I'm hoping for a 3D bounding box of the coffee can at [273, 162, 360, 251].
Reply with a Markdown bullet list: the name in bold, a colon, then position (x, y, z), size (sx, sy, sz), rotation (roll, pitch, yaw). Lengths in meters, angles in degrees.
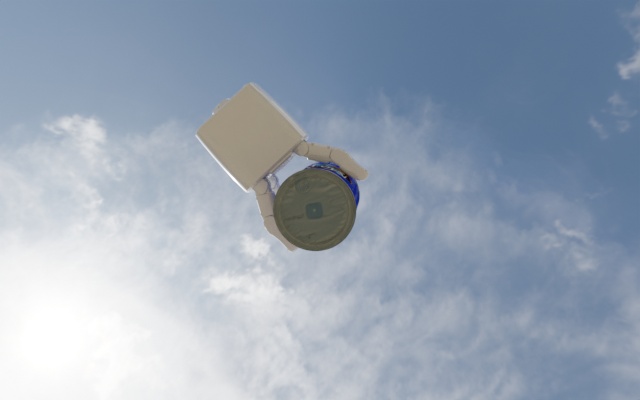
- **coffee can**: position (0.000, 0.002, 0.648), size (0.103, 0.103, 0.140), rotation (0, 8, 7)
